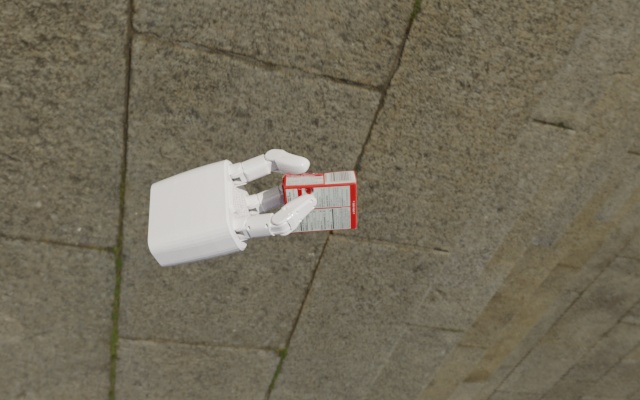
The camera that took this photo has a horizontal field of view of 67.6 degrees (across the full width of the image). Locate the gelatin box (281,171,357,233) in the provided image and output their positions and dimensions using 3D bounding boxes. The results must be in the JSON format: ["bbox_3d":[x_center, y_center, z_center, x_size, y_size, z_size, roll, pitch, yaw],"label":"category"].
[{"bbox_3d":[0.000,0.002,0.589,0.089,0.073,0.030,-3,38,1],"label":"gelatin box"}]
